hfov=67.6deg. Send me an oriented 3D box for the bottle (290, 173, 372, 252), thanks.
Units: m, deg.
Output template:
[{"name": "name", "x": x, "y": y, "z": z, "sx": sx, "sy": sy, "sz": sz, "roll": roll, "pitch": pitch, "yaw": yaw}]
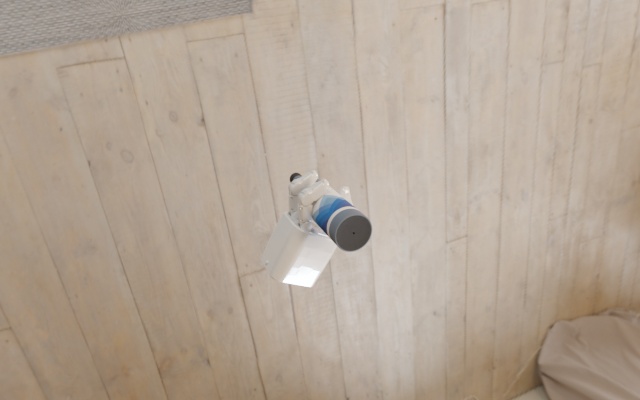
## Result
[{"name": "bottle", "x": 0.000, "y": 0.003, "z": 0.887, "sx": 0.069, "sy": 0.069, "sz": 0.295, "roll": 0, "pitch": 20, "yaw": -23}]
